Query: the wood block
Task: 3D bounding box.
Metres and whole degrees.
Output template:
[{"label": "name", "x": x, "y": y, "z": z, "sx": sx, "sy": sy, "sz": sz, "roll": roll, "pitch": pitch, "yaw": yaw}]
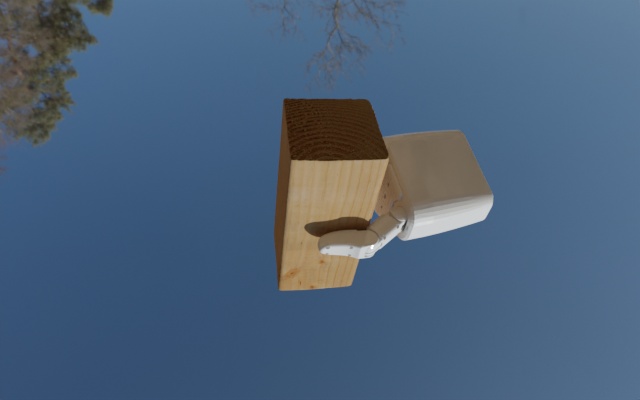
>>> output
[{"label": "wood block", "x": 0.001, "y": 0.002, "z": 0.514, "sx": 0.090, "sy": 0.090, "sz": 0.206, "roll": -2, "pitch": -43, "yaw": -10}]
